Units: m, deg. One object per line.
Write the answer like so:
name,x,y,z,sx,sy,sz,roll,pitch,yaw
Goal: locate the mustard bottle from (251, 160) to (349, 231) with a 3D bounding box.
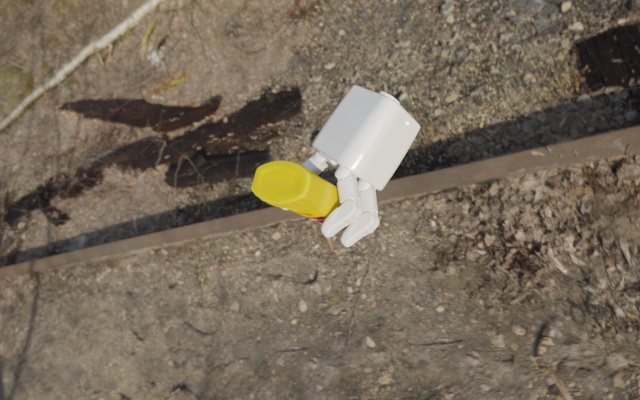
mustard bottle,0.000,0.002,0.661,0.096,0.058,0.192,7,-12,36
